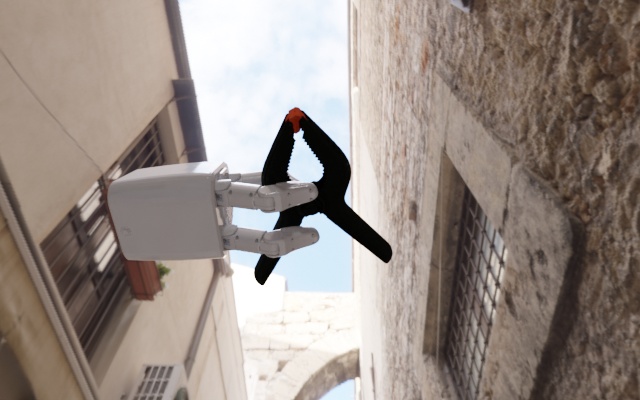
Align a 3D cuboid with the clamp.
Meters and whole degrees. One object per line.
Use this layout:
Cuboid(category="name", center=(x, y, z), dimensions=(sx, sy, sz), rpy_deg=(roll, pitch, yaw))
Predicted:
Cuboid(category="clamp", center=(0.000, 0.001, 0.521), dimensions=(0.164, 0.210, 0.036), rpy_deg=(-5, 30, -4))
